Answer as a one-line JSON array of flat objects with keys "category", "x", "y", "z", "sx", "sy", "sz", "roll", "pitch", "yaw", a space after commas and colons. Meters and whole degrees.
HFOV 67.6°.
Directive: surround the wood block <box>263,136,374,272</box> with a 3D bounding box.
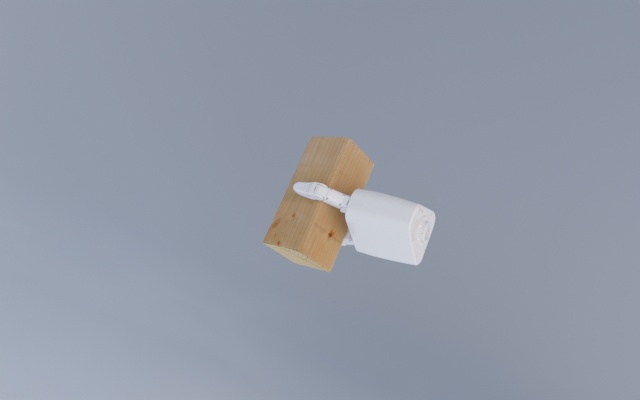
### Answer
[{"category": "wood block", "x": 0.000, "y": 0.003, "z": 0.807, "sx": 0.090, "sy": 0.206, "sz": 0.091, "roll": 8, "pitch": -23, "yaw": 42}]
